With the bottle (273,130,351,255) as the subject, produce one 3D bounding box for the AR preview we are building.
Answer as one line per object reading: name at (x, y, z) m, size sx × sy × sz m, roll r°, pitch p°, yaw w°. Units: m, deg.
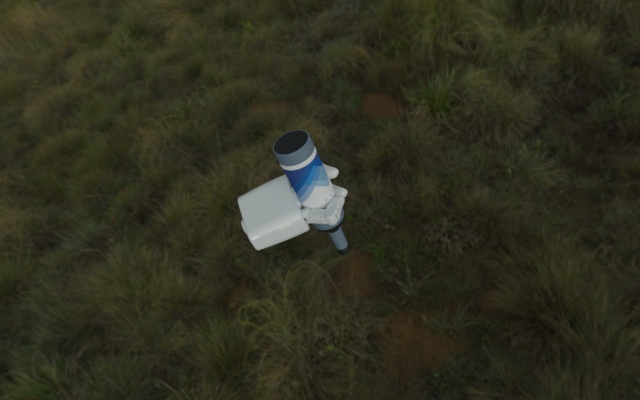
bottle at (0.000, 0.003, 0.894) m, size 0.069 × 0.069 × 0.296 m, roll 0°, pitch -43°, yaw 27°
